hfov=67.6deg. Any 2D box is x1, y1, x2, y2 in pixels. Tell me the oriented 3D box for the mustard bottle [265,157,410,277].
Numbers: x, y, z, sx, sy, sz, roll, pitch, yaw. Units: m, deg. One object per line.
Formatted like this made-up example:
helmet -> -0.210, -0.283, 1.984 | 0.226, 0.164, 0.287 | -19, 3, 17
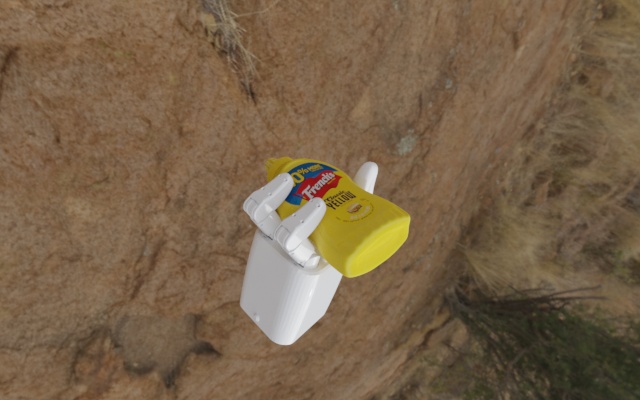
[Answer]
mustard bottle -> 0.000, 0.002, 0.537 | 0.096, 0.058, 0.191 | -31, 49, -28
